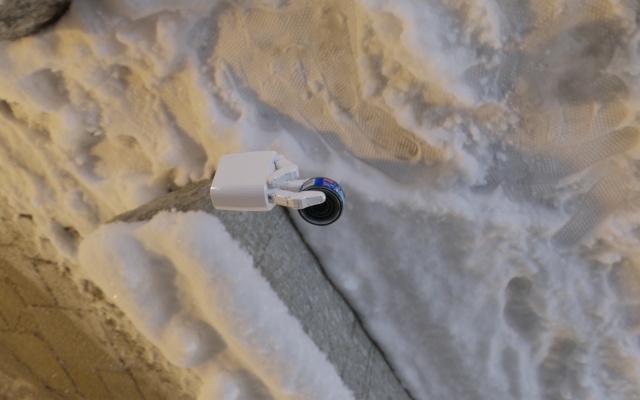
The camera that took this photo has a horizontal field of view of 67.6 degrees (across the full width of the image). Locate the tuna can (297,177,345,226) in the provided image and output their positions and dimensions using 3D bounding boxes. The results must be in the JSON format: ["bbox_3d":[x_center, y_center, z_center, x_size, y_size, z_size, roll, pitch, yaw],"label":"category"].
[{"bbox_3d":[0.000,0.003,0.853,0.086,0.086,0.033,0,31,7],"label":"tuna can"}]
